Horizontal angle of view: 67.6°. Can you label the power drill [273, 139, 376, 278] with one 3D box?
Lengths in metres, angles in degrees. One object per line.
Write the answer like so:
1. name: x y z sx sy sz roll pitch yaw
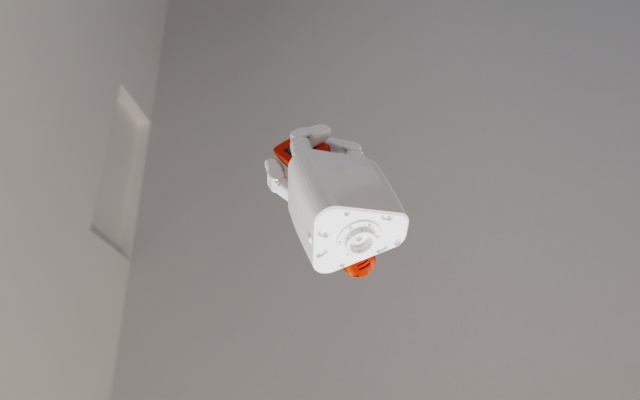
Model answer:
1. power drill: 0.000 0.002 0.674 0.057 0.188 0.184 -31 25 -13
